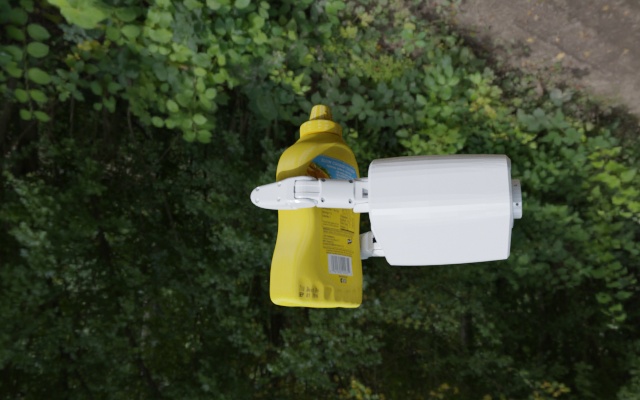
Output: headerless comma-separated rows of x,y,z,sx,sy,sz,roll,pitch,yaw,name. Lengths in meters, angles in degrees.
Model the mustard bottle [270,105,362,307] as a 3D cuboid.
0.000,0.002,0.447,0.058,0.191,0.096,-11,-18,41,mustard bottle
